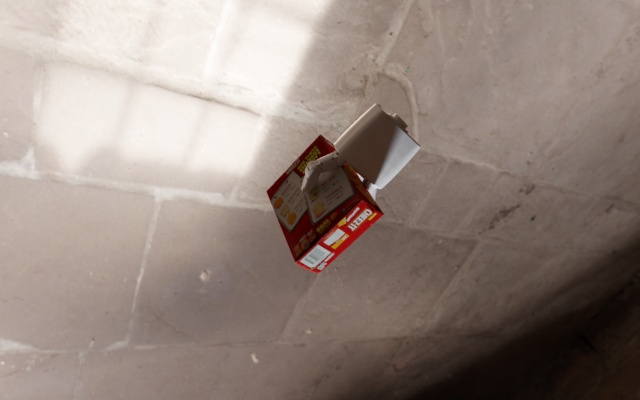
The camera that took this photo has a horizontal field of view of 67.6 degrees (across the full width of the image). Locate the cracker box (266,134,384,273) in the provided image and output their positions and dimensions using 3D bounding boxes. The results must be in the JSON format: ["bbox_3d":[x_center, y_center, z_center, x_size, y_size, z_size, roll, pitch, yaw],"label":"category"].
[{"bbox_3d":[0.000,0.003,0.883,0.072,0.164,0.213,33,19,-39],"label":"cracker box"}]
